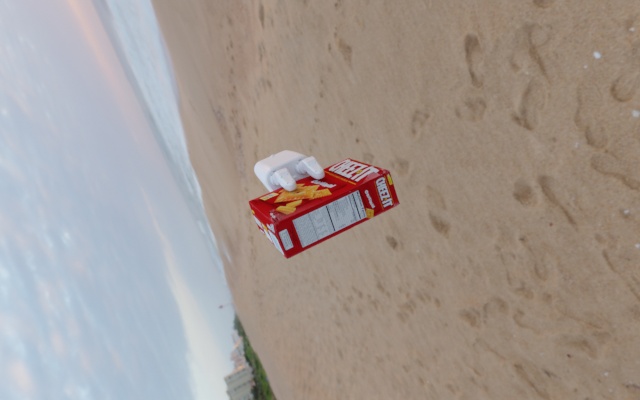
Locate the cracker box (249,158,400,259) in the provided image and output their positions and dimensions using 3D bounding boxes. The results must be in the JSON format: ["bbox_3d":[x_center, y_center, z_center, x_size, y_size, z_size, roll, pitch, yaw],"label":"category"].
[{"bbox_3d":[0.000,0.003,0.825,0.213,0.072,0.164,-25,21,-15],"label":"cracker box"}]
